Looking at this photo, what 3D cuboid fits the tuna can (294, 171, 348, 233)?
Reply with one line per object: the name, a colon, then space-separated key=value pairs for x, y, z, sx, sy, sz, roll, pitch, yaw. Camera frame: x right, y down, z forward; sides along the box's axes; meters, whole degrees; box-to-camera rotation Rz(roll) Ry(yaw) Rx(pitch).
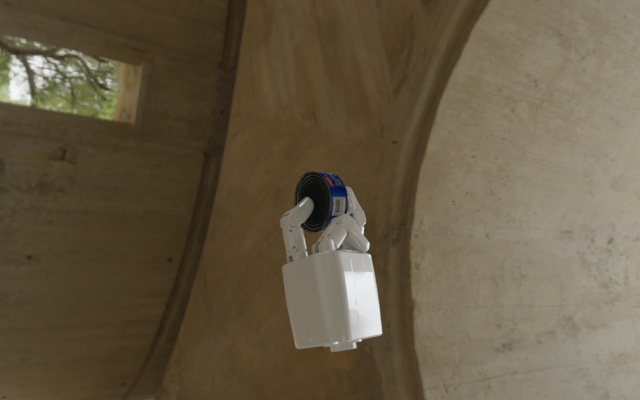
tuna can: x=0.001 y=0.002 z=0.670 sx=0.034 sy=0.086 sz=0.086 roll=-1 pitch=0 yaw=-37
